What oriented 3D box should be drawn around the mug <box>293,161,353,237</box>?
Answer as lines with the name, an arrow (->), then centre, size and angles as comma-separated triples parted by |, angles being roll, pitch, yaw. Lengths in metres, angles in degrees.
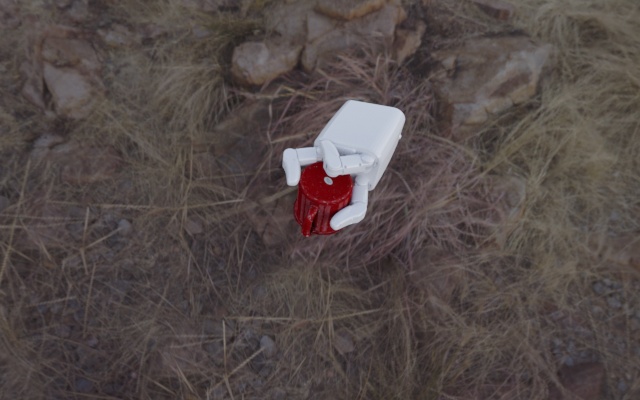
mug -> -0.001, 0.003, 0.727 | 0.093, 0.117, 0.082 | 24, -34, 11
